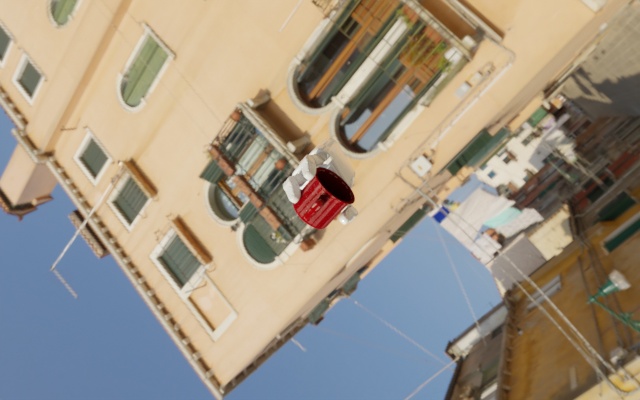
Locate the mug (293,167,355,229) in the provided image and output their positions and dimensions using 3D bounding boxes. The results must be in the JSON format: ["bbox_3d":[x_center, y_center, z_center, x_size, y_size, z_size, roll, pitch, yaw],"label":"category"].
[{"bbox_3d":[0.000,0.004,0.876,0.093,0.081,0.117,41,25,-3],"label":"mug"}]
